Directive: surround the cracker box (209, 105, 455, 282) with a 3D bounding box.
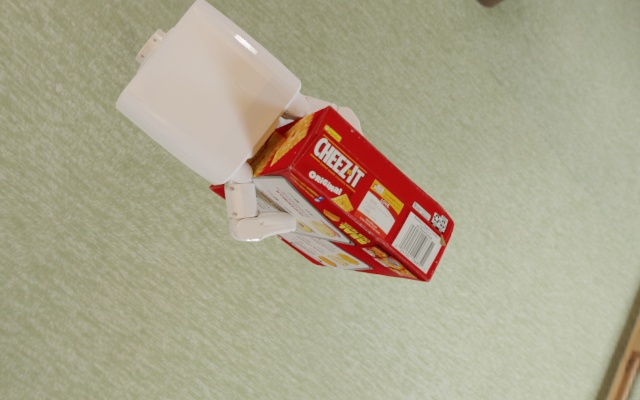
[{"bbox_3d":[0.000,0.002,0.477,0.164,0.072,0.214,39,-19,-21],"label":"cracker box"}]
